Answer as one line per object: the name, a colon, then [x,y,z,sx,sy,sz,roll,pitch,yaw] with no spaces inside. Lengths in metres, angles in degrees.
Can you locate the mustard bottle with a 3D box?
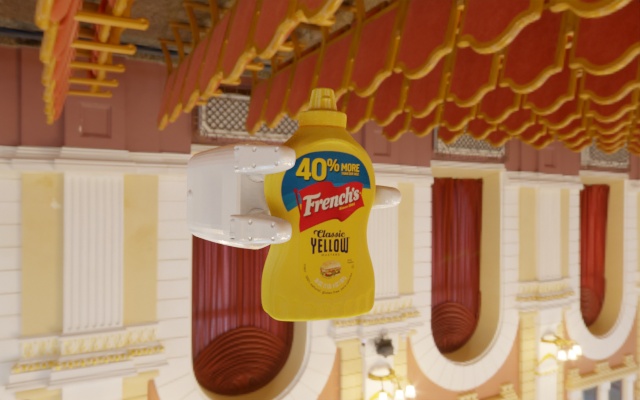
mustard bottle: [0.000,0.002,0.408,0.096,0.191,0.058,1,1,-19]
